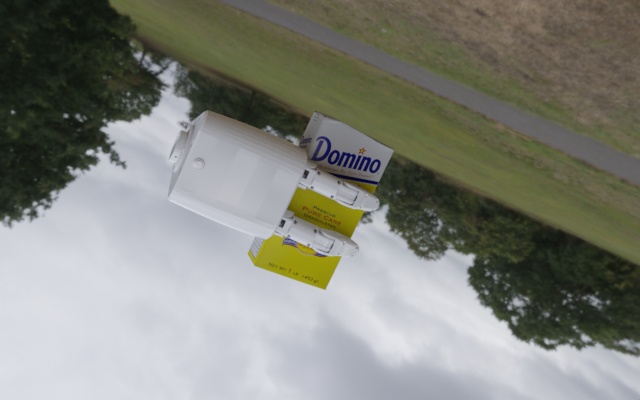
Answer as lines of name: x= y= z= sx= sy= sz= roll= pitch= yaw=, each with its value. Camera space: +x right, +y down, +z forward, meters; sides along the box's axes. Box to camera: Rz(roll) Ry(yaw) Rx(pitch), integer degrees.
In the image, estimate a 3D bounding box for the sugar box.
sugar box: x=0.000 y=0.002 z=0.525 sx=0.093 sy=0.176 sz=0.048 roll=23 pitch=8 yaw=-24
